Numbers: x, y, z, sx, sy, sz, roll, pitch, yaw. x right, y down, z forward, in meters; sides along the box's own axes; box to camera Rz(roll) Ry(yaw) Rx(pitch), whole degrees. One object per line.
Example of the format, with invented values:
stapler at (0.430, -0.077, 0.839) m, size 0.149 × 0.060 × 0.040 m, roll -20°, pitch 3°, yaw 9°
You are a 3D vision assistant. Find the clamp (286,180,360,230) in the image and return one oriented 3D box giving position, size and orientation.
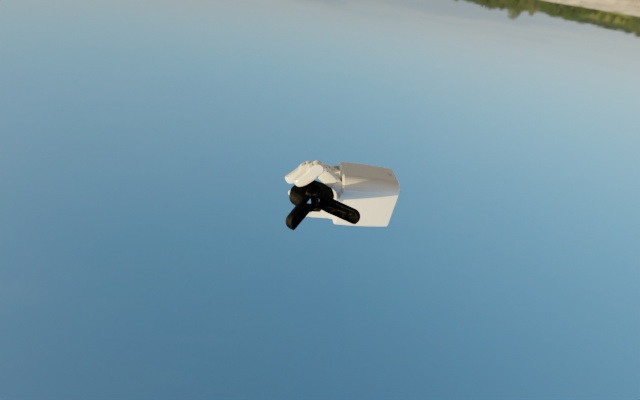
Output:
clamp at (0.000, 0.003, 0.820) m, size 0.120 × 0.039 × 0.171 m, roll 4°, pitch 26°, yaw -6°
